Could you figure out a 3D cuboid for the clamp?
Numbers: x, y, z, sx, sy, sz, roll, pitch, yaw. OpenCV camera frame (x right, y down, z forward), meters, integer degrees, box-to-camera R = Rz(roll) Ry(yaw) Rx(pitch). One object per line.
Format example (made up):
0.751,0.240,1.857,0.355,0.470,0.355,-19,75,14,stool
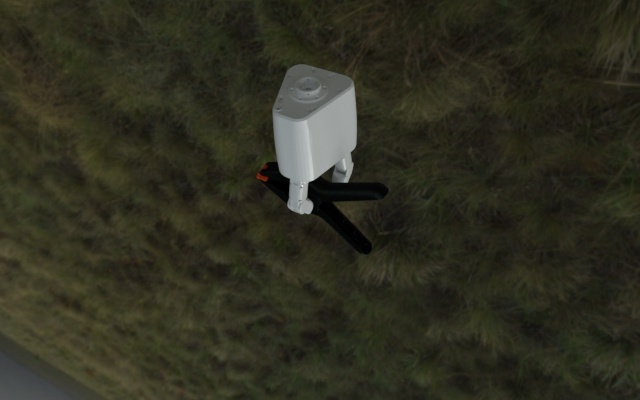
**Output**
-0.001,0.003,0.726,0.210,0.036,0.165,21,-36,19,clamp
